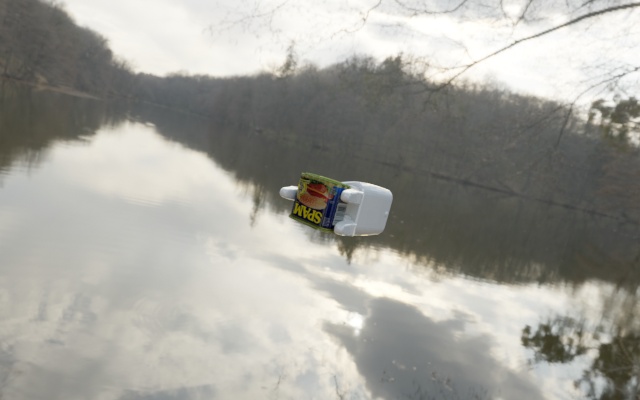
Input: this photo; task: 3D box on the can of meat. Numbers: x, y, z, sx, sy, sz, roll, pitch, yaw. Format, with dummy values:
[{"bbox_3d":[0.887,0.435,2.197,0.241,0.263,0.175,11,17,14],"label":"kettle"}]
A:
[{"bbox_3d":[0.000,0.002,0.826,0.057,0.084,0.102,8,9,-46],"label":"can of meat"}]
